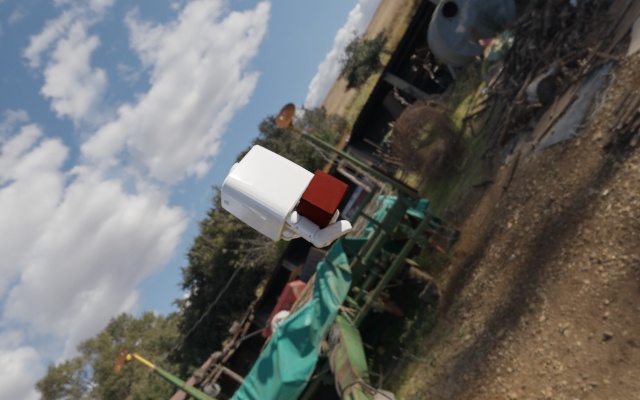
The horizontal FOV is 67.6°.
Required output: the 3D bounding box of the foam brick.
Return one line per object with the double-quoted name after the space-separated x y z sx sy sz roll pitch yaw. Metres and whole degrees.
0.000 0.002 0.683 0.051 0.053 0.078 30 -25 3 "foam brick"
